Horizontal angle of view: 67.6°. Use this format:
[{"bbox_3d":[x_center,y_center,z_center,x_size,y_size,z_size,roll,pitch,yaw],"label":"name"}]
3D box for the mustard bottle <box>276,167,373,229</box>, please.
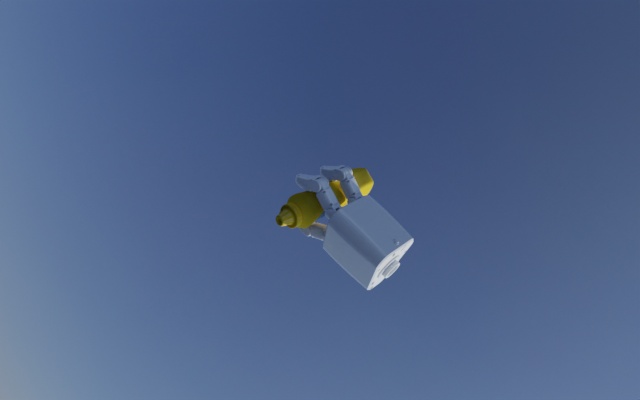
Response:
[{"bbox_3d":[0.000,0.002,0.809,0.191,0.058,0.096,-26,-5,-42],"label":"mustard bottle"}]
